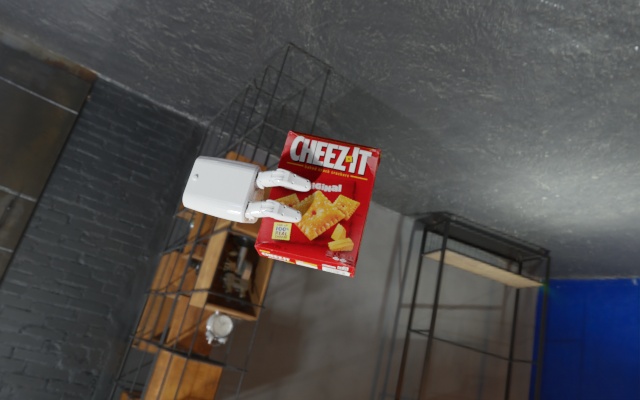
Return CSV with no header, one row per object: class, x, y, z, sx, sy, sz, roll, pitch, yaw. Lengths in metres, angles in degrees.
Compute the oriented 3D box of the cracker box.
cracker box,0.000,0.003,0.797,0.164,0.213,0.072,13,-19,6
